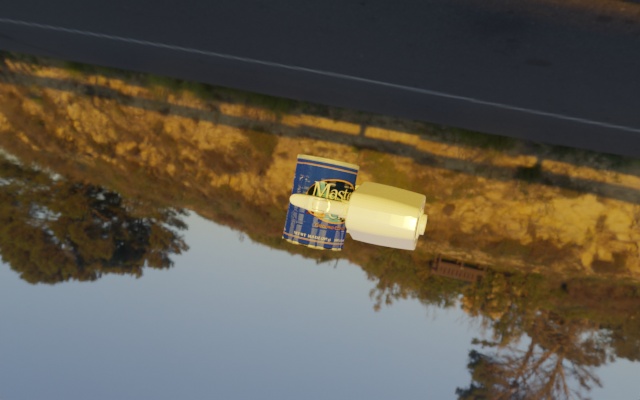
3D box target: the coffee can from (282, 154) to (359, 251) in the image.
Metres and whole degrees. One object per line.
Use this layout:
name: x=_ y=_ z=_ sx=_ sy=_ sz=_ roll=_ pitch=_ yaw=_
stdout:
coffee can: x=0.000 y=0.002 z=0.781 sx=0.103 sy=0.140 sz=0.103 roll=11 pitch=2 yaw=0
